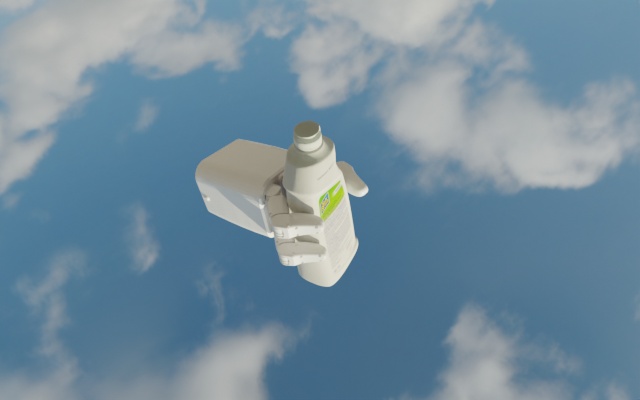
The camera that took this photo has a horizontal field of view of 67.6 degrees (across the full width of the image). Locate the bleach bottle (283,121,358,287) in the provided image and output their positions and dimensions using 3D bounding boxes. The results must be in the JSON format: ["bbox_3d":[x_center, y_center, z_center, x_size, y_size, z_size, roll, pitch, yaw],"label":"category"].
[{"bbox_3d":[0.000,0.002,0.607,0.068,0.102,0.251,18,-38,22],"label":"bleach bottle"}]
